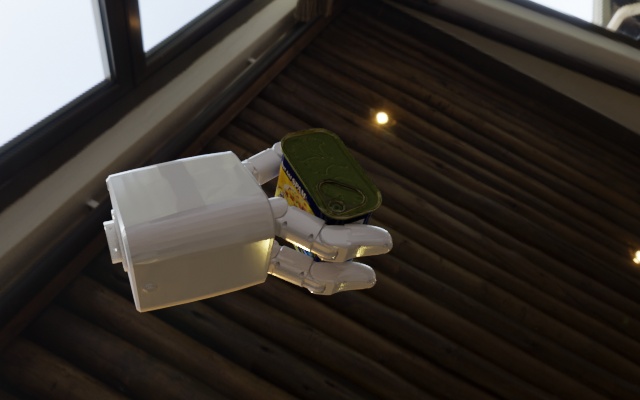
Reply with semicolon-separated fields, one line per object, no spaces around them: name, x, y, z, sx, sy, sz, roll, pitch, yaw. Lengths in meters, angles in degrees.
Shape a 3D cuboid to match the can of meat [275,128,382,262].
can of meat;0.000;0.002;0.424;0.057;0.102;0.084;-16;-36;-27
